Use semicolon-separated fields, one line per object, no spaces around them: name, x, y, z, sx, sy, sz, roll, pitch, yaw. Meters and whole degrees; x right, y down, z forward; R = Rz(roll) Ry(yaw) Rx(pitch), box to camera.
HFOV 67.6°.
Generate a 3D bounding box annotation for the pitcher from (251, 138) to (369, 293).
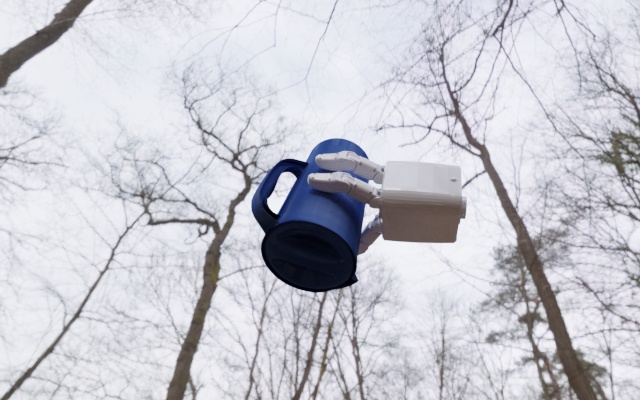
pitcher;0.000;0.002;0.722;0.145;0.149;0.242;3;38;13
